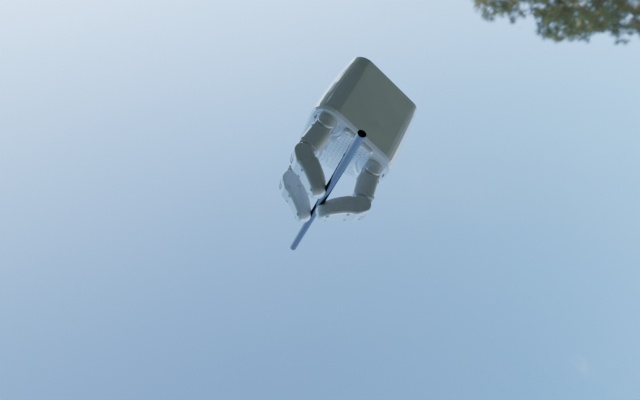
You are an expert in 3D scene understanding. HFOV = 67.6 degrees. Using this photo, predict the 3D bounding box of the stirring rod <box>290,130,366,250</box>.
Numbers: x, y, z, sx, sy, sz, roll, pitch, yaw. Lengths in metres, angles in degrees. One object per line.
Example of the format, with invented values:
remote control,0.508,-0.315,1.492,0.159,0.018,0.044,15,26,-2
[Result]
stirring rod,0.000,0.002,0.494,0.011,0.011,0.240,0,-28,-19
